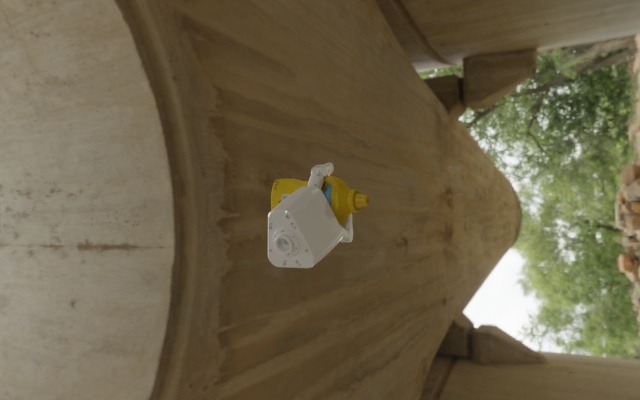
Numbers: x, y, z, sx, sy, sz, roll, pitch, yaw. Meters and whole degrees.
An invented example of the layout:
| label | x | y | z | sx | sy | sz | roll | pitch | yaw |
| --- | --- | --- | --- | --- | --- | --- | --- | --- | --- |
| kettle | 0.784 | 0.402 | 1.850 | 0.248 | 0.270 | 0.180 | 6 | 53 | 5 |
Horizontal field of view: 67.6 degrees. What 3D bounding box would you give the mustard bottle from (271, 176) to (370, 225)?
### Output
| label | x | y | z | sx | sy | sz | roll | pitch | yaw |
| --- | --- | --- | --- | --- | --- | --- | --- | --- | --- |
| mustard bottle | 0.000 | 0.003 | 0.893 | 0.191 | 0.096 | 0.058 | -2 | -4 | 29 |
